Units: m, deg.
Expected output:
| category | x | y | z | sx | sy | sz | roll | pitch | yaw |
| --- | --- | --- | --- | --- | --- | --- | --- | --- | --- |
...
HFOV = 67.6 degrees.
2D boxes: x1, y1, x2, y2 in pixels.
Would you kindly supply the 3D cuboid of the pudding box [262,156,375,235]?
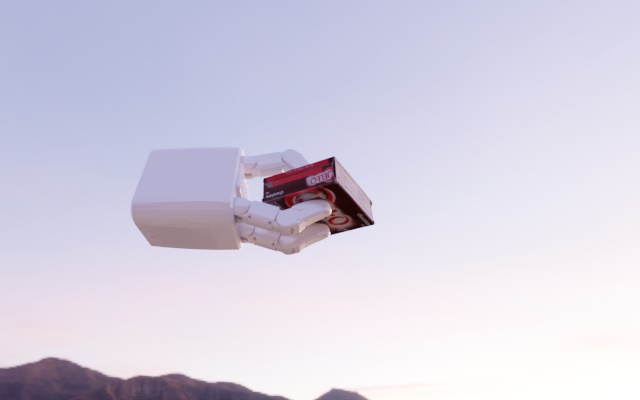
| category | x | y | z | sx | sy | sz | roll | pitch | yaw |
| --- | --- | --- | --- | --- | --- | --- | --- | --- | --- |
| pudding box | 0.000 | 0.002 | 0.546 | 0.090 | 0.039 | 0.113 | -15 | -30 | 23 |
